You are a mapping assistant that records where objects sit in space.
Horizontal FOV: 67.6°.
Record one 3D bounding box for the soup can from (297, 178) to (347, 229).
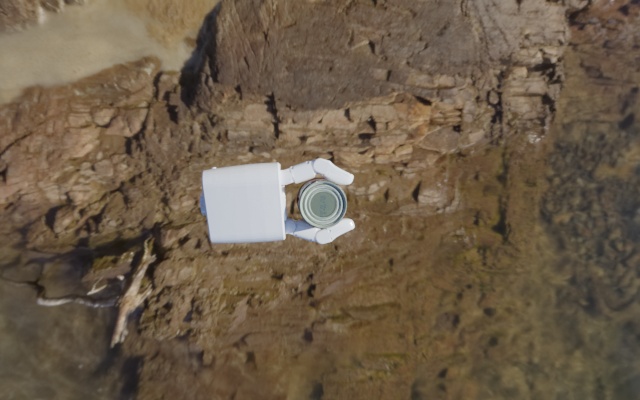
[{"bbox_3d":[0.001,0.002,0.692,0.068,0.068,0.102,0,4,-4],"label":"soup can"}]
